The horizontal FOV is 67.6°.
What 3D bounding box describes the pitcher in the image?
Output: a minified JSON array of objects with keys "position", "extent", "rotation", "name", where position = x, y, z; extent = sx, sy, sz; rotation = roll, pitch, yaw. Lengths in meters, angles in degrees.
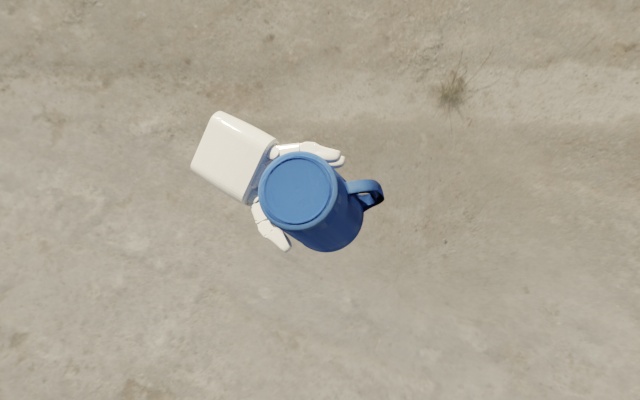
[{"position":[0.000,0.002,0.726],"extent":[0.145,0.149,0.243],"rotation":[31,-3,13],"name":"pitcher"}]
